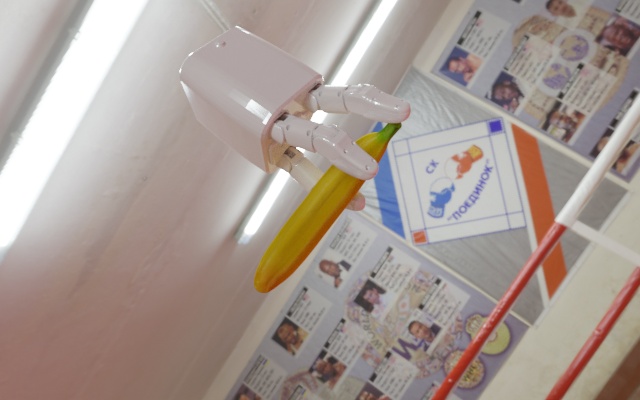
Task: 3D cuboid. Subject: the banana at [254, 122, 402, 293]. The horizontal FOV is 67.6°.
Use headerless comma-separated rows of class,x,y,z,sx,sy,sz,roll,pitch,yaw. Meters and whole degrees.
banana,0.002,0.003,0.447,0.037,0.198,0.070,36,-10,8
